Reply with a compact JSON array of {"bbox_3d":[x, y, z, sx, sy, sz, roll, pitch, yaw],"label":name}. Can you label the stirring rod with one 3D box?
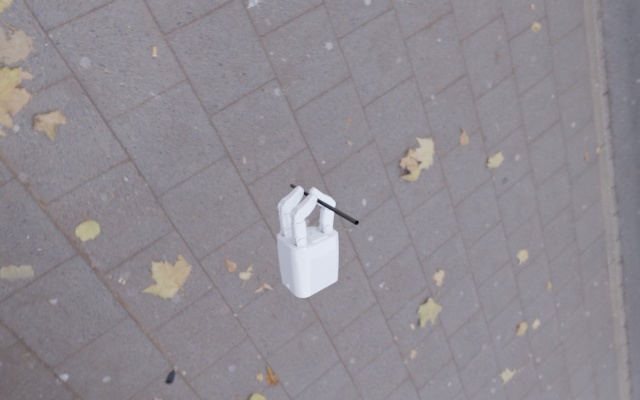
[{"bbox_3d":[0.000,0.003,0.858,0.011,0.011,0.239,0,16,-30],"label":"stirring rod"}]
